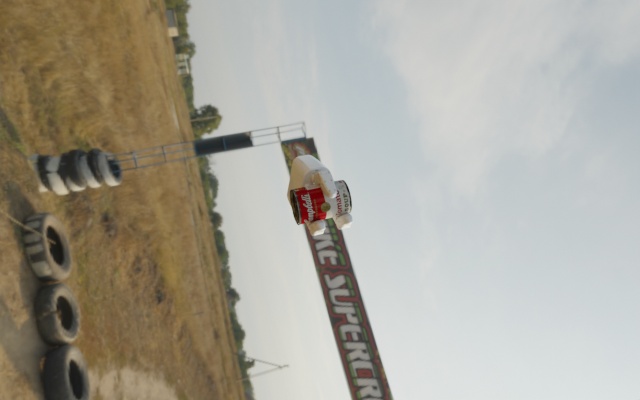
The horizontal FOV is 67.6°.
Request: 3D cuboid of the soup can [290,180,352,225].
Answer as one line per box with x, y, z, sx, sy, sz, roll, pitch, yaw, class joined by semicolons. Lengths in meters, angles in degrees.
0.001;0.003;0.893;0.102;0.068;0.068;-12;3;-14;soup can
